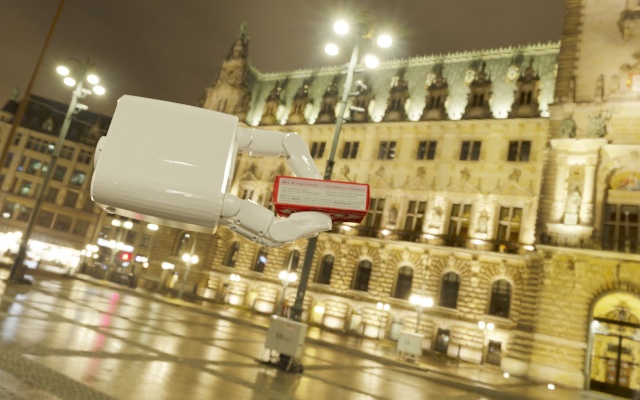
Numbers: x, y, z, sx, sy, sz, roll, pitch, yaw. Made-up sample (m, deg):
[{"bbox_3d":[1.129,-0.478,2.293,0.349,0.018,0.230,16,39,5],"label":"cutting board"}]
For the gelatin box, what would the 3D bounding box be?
[{"bbox_3d":[0.000,0.001,0.464,0.089,0.030,0.073,5,-11,0],"label":"gelatin box"}]
